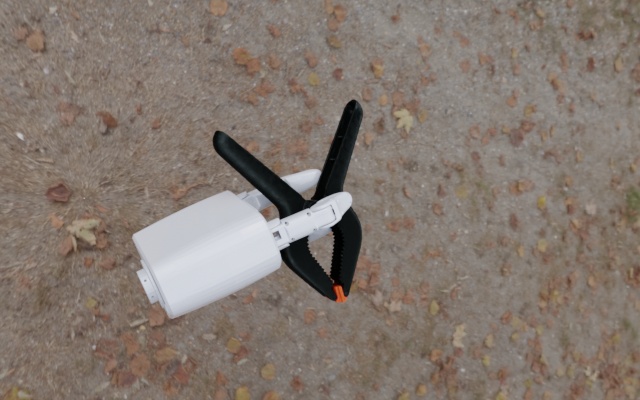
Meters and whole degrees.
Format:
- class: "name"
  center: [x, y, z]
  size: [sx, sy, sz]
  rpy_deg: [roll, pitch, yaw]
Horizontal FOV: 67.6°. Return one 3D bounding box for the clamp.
- class: "clamp"
  center: [0.000, 0.002, 0.499]
  size: [0.164, 0.210, 0.036]
  rpy_deg: [-25, 11, -21]
